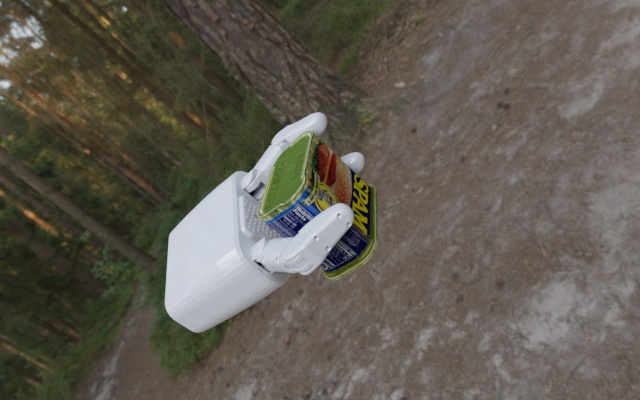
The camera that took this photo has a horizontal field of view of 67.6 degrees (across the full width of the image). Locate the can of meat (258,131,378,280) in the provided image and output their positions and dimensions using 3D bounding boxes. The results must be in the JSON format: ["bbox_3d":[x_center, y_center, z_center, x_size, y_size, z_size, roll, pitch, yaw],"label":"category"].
[{"bbox_3d":[0.000,0.001,0.403,0.057,0.102,0.084,-34,-62,29],"label":"can of meat"}]
